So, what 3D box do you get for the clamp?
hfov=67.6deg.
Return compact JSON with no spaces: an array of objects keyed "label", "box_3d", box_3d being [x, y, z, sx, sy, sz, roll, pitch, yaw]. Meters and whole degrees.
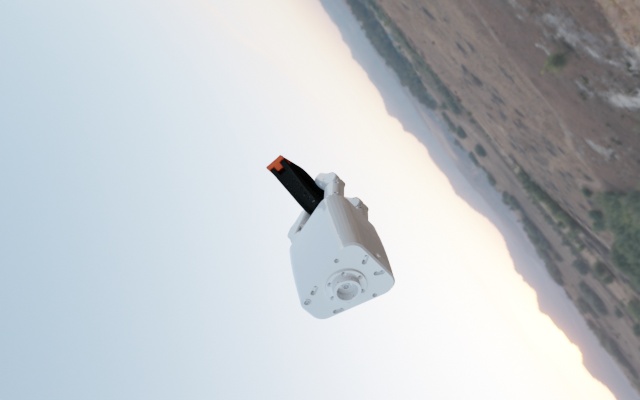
[{"label":"clamp","box_3d":[-0.001,0.003,0.706,0.210,0.036,0.164,44,12,-27]}]
